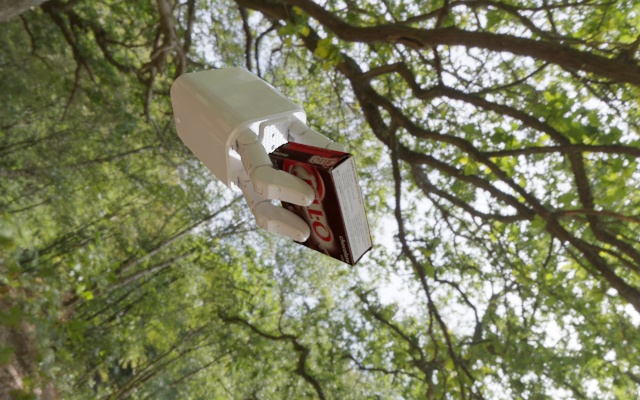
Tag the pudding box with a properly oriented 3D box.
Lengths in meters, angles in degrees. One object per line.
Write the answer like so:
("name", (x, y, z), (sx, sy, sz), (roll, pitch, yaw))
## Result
("pudding box", (0.000, 0.001, 0.477), (0.090, 0.114, 0.039), (18, 46, 44))
